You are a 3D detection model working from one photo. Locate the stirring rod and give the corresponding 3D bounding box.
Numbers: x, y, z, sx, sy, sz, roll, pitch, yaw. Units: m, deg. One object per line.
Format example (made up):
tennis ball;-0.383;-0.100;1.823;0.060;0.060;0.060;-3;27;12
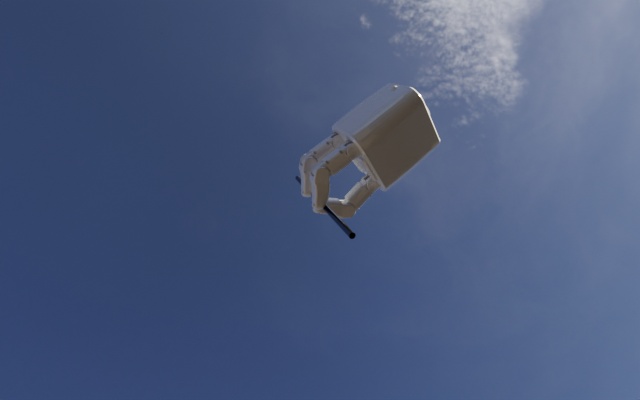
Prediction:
stirring rod;0.000;0.002;0.649;0.011;0.011;0.239;0;18;-18
